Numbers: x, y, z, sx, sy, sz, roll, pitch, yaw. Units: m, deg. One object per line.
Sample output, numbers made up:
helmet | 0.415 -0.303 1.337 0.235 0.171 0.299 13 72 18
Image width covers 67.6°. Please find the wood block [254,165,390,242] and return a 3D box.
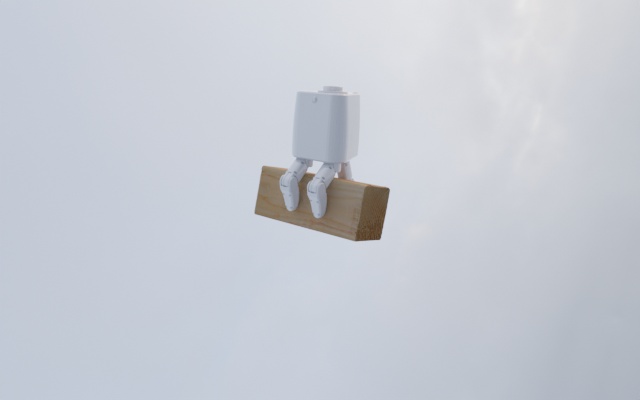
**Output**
wood block | 0.000 0.002 0.807 0.206 0.090 0.091 13 6 33
